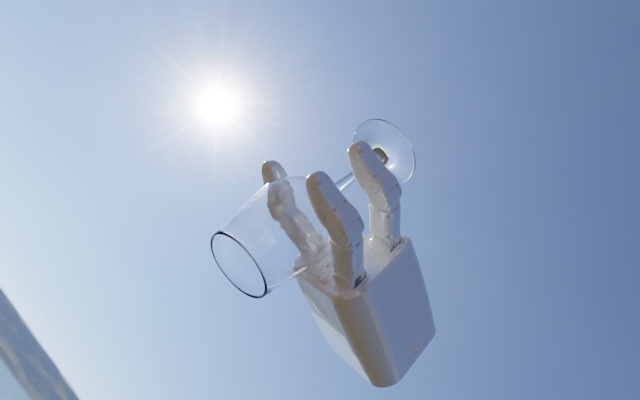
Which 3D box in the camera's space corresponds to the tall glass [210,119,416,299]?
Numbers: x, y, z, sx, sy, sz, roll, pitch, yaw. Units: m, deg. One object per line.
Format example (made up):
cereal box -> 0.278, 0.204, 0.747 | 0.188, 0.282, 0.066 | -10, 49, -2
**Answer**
tall glass -> 0.000, 0.001, 0.423 | 0.079, 0.079, 0.201 | 0, 29, 47
